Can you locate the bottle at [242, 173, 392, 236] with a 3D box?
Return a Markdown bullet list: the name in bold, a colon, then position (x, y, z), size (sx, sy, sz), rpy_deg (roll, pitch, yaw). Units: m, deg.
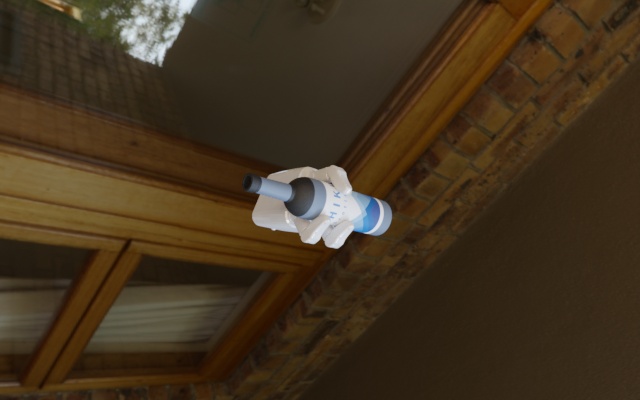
- **bottle**: position (0.000, 0.003, 0.785), size (0.296, 0.069, 0.069), rpy_deg (16, -11, -42)
